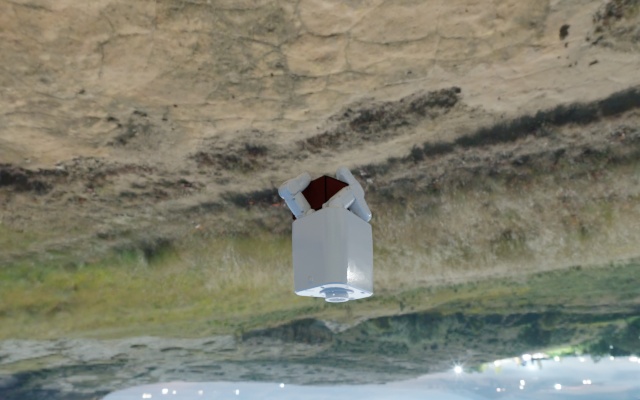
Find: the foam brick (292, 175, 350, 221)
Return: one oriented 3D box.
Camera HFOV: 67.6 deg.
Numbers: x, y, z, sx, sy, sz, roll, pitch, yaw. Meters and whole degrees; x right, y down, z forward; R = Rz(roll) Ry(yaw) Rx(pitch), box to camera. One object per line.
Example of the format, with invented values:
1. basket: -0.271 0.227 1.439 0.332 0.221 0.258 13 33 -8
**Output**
1. foam brick: 0.000 0.002 0.728 0.053 0.051 0.078 18 -29 -38
